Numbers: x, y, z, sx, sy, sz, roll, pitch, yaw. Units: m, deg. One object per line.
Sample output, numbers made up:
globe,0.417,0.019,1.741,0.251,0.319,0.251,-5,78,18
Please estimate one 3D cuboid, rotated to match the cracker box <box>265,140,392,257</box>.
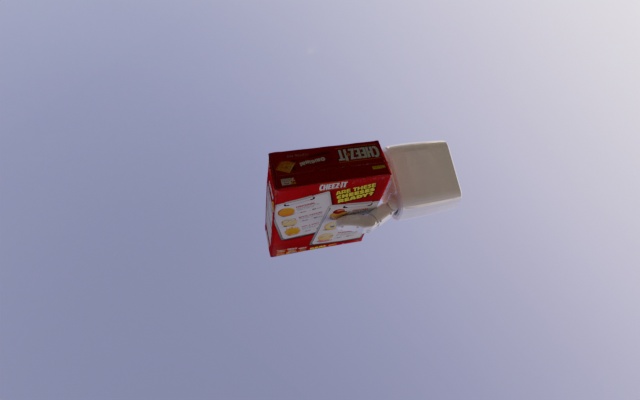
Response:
cracker box,0.000,0.003,0.735,0.164,0.072,0.214,-9,-29,-13
